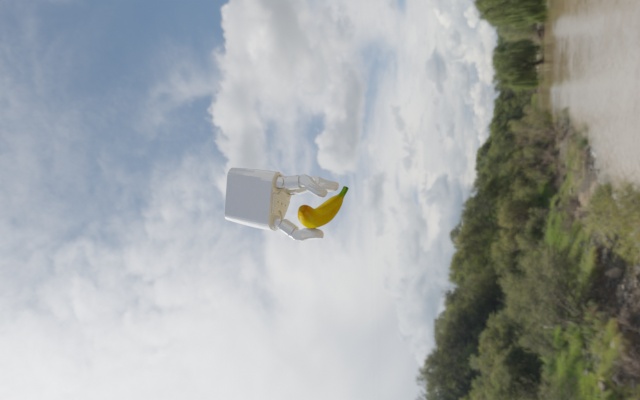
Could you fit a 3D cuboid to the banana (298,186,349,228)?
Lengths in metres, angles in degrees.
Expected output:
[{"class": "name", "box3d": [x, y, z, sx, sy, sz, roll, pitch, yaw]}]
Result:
[{"class": "banana", "box3d": [-0.002, 0.020, 0.904, 0.037, 0.070, 0.197, 18, 20, 19]}]
